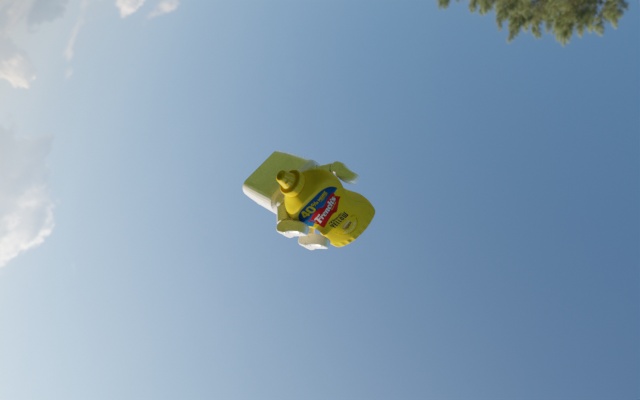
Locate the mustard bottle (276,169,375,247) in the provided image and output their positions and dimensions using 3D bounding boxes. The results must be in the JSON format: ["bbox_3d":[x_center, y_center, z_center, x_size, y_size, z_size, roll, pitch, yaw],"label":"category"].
[{"bbox_3d":[0.000,0.003,0.762,0.192,0.096,0.058,34,18,-42],"label":"mustard bottle"}]
